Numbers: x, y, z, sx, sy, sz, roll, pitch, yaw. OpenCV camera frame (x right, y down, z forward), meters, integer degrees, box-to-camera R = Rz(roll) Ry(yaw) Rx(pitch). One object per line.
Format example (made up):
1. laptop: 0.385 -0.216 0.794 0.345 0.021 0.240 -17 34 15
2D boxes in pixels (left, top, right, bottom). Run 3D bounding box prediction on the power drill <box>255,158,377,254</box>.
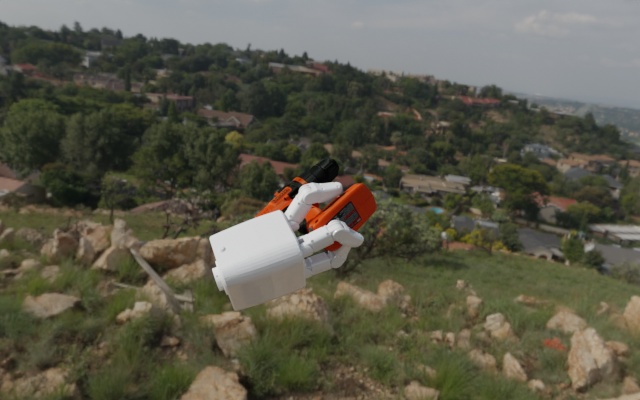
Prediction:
1. power drill: 0.000 0.003 0.742 0.184 0.057 0.187 -45 27 -19
